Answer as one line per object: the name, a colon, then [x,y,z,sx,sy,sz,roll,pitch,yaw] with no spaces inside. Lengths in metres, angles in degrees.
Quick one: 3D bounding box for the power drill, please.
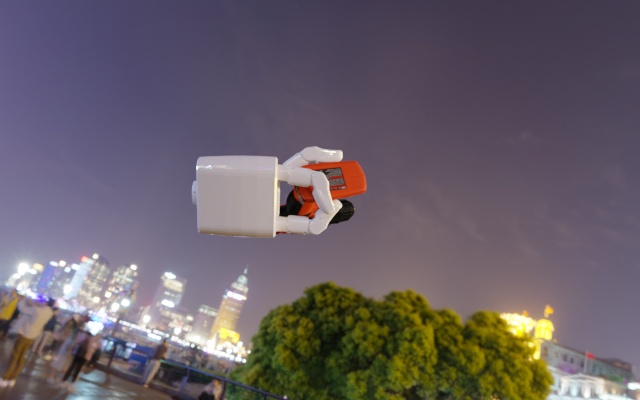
power drill: [0.000,0.002,0.763,0.184,0.057,0.188,-10,-19,-25]
